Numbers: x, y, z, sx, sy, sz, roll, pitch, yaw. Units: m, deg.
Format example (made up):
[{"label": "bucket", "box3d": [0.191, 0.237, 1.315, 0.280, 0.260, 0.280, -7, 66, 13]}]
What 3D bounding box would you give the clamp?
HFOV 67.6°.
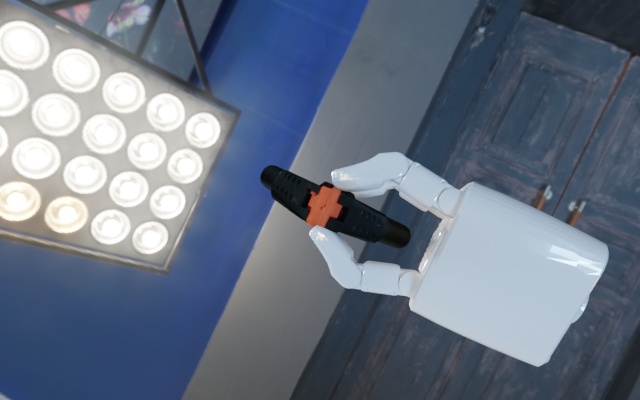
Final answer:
[{"label": "clamp", "box3d": [0.000, 0.002, 0.405, 0.164, 0.036, 0.210, 24, 1, 11]}]
